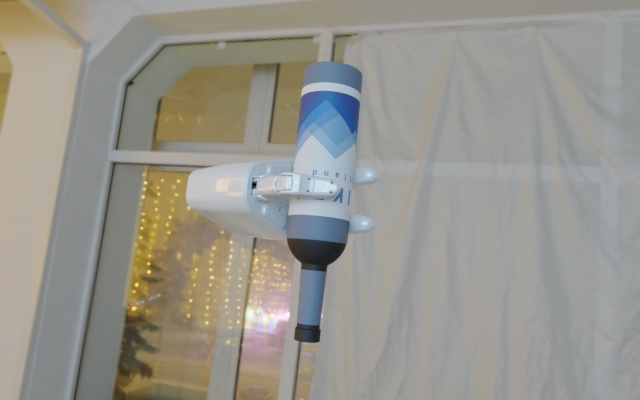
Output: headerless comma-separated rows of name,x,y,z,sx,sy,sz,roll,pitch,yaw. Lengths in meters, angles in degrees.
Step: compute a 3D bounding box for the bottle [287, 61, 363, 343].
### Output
bottle,0.000,0.001,0.519,0.069,0.295,0.069,6,-8,1
